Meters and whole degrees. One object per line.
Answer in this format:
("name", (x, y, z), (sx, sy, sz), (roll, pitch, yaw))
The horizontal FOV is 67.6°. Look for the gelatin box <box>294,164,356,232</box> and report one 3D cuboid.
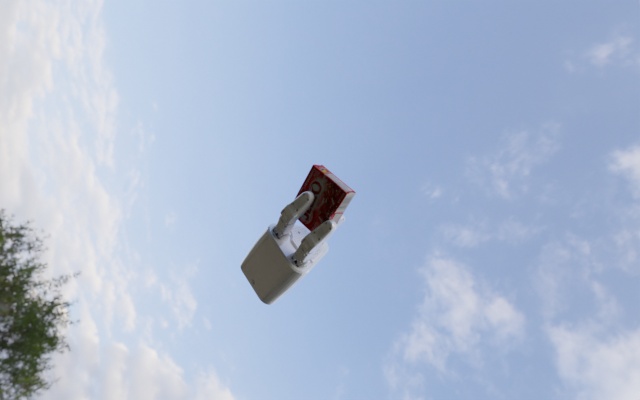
("gelatin box", (0.001, 0.002, 0.718), (0.073, 0.089, 0.030), (42, 25, 25))
